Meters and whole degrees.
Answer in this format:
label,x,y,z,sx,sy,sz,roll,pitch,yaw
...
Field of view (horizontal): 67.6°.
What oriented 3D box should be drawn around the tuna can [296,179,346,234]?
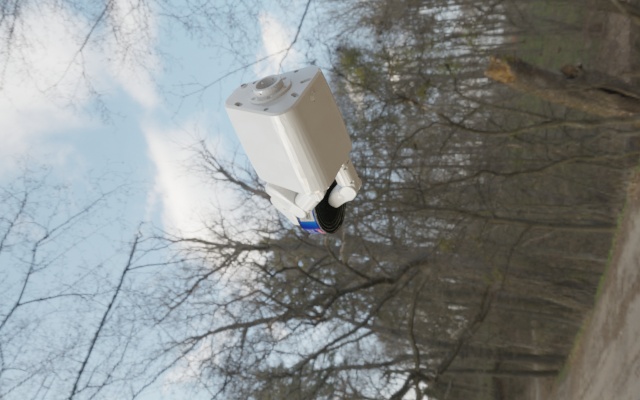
label,x,y,z,sx,sy,sz,roll,pitch,yaw
tuna can,0.000,0.002,0.642,0.034,0.086,0.086,-2,-1,31
